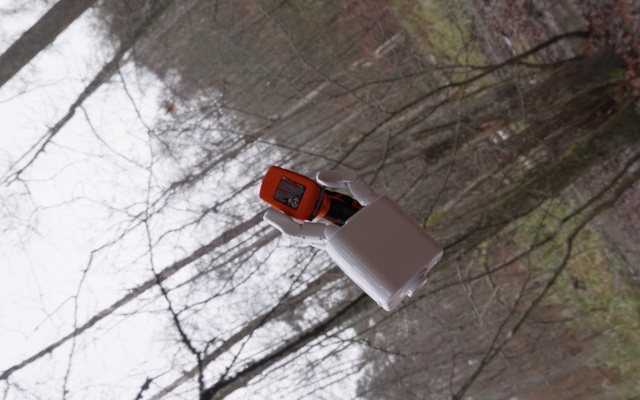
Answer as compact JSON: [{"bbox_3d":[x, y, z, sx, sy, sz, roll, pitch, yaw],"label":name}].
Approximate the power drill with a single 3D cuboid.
[{"bbox_3d":[0.000,0.002,0.720,0.184,0.057,0.188,22,3,42],"label":"power drill"}]
